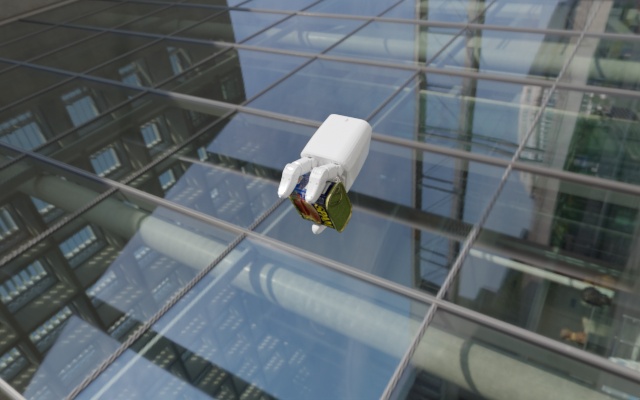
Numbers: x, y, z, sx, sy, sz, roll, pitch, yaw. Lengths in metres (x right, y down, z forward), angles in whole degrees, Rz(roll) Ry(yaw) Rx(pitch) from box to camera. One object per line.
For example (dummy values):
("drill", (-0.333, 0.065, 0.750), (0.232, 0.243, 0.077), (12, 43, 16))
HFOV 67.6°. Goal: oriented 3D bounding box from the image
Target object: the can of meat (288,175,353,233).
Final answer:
("can of meat", (0.000, 0.003, 0.842), (0.084, 0.057, 0.102), (17, -27, 29))
